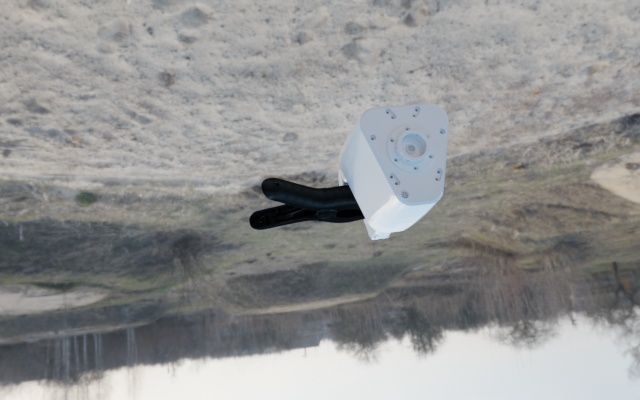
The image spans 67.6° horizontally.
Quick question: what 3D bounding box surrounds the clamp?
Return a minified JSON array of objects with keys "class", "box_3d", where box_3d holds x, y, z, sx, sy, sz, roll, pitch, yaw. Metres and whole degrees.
[{"class":"clamp","box_3d":[0.000,0.002,0.568,0.171,0.039,0.120,-6,-15,-9]}]
